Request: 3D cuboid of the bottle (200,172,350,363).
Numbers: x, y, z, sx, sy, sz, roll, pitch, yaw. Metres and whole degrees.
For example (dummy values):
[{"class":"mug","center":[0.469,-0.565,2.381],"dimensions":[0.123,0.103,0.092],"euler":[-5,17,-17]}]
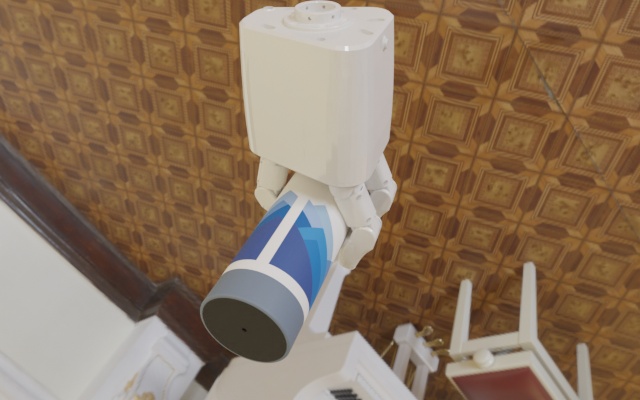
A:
[{"class":"bottle","center":[0.000,0.002,0.423],"dimensions":[0.069,0.069,0.295],"euler":[0,35,25]}]
